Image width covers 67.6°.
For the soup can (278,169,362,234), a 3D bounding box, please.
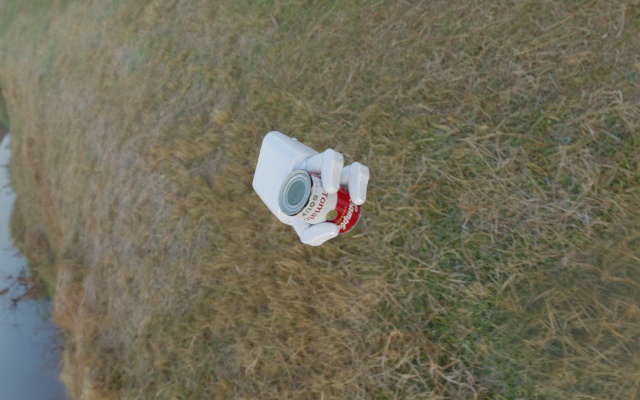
[{"bbox_3d":[0.000,0.002,0.670,0.102,0.068,0.068,22,-15,-41],"label":"soup can"}]
